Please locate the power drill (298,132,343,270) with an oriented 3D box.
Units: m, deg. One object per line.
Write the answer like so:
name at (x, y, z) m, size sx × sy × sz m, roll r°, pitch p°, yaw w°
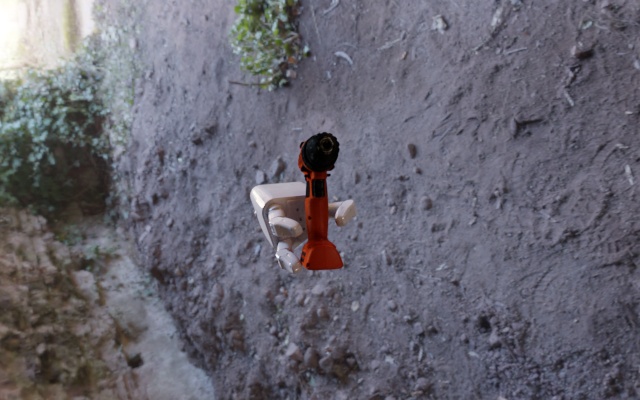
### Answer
power drill at (0.000, 0.003, 0.682) m, size 0.057 × 0.187 × 0.184 m, roll -1°, pitch -2°, yaw -5°
